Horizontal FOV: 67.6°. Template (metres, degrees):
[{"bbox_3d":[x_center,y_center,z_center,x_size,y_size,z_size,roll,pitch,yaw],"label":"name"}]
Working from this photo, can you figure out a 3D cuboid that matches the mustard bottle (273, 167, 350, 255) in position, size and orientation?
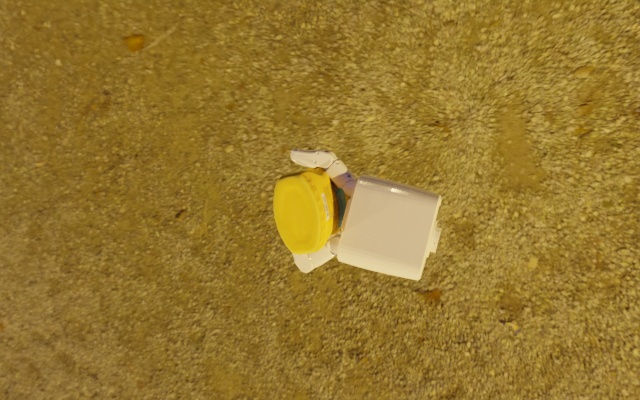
[{"bbox_3d":[0.000,0.002,0.635,0.058,0.096,0.191,-11,6,19],"label":"mustard bottle"}]
